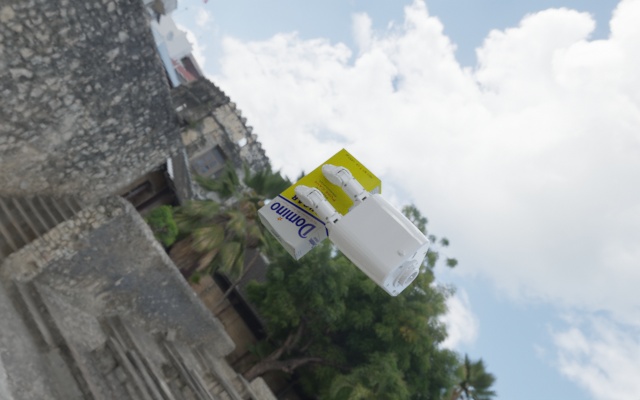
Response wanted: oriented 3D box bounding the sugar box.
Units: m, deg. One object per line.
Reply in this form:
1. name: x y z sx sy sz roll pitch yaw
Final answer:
1. sugar box: 0.000 0.002 0.743 0.176 0.093 0.048 -37 -29 -18
